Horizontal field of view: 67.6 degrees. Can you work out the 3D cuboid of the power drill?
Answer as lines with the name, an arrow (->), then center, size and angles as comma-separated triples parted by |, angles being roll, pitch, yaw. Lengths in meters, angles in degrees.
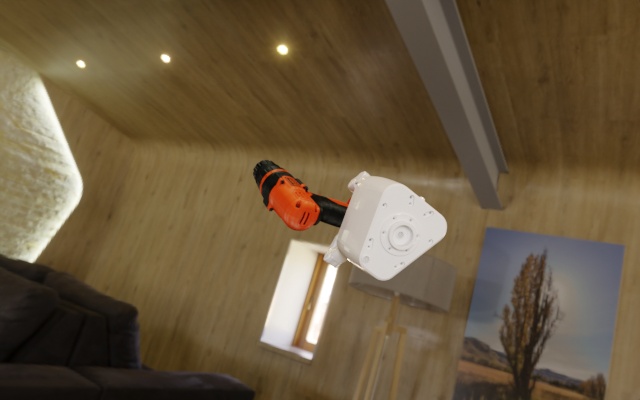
power drill -> 0.001, 0.002, 0.708 | 0.188, 0.057, 0.184 | 14, 19, -29
